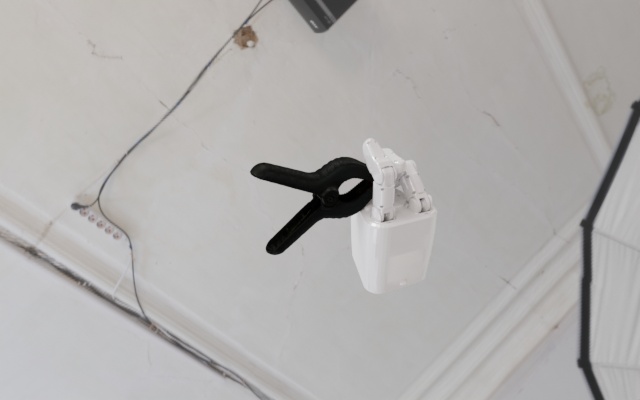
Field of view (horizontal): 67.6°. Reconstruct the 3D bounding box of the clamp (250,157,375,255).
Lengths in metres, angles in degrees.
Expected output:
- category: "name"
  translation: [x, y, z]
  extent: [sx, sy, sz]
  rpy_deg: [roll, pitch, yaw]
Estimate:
- category: "clamp"
  translation: [0.000, 0.001, 0.577]
  extent: [0.171, 0.120, 0.039]
  rpy_deg: [-8, 35, -20]
